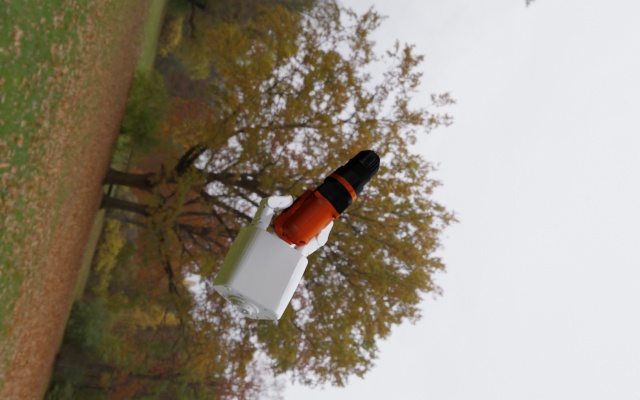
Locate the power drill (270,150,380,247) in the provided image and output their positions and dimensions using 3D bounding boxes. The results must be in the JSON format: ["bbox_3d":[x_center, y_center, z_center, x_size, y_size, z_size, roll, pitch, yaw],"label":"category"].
[{"bbox_3d":[0.000,0.003,0.747,0.184,0.057,0.188,-42,3,-19],"label":"power drill"}]
